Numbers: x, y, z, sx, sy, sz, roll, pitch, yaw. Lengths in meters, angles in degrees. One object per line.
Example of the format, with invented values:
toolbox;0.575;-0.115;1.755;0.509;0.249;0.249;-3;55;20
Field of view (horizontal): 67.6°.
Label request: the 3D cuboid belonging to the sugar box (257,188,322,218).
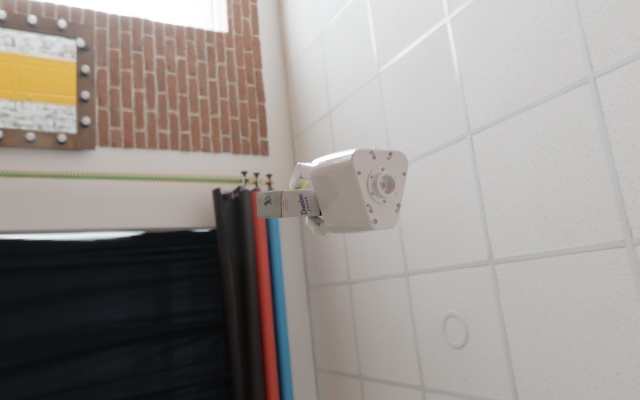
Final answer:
sugar box;0.000;0.002;0.734;0.176;0.048;0.093;0;-2;-29
